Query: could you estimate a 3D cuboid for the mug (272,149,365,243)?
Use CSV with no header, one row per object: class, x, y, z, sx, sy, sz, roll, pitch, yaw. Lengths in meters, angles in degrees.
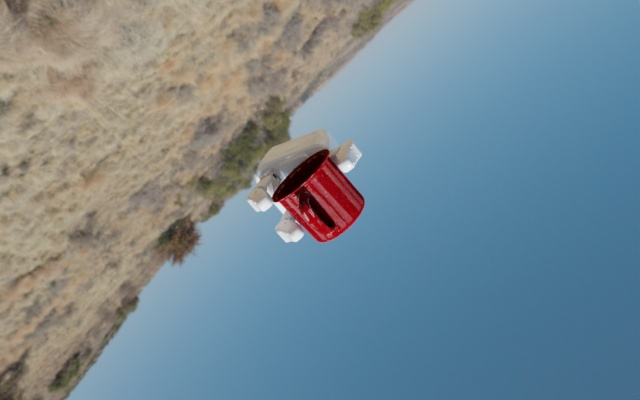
mug,0.000,0.003,0.579,0.093,0.081,0.117,-38,17,16
